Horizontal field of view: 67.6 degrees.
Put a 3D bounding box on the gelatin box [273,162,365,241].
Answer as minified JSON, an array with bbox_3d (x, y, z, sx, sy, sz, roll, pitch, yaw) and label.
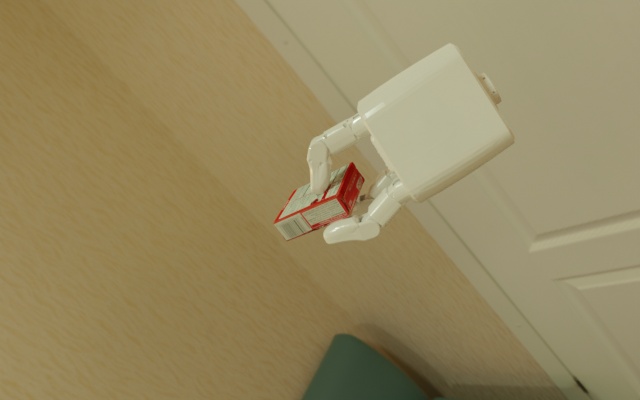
[{"bbox_3d":[0.000,0.001,0.526,0.089,0.030,0.073,-24,22,29],"label":"gelatin box"}]
